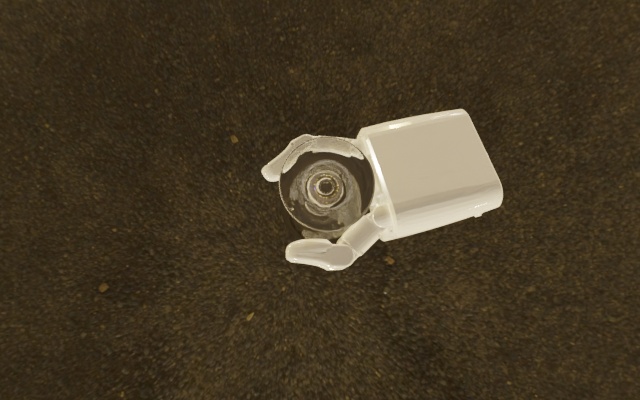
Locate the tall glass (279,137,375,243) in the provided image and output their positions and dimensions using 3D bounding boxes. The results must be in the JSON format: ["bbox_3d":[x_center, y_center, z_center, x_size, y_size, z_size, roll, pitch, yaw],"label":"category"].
[{"bbox_3d":[0.000,0.001,0.462,0.079,0.079,0.201,0,-8,-4],"label":"tall glass"}]
